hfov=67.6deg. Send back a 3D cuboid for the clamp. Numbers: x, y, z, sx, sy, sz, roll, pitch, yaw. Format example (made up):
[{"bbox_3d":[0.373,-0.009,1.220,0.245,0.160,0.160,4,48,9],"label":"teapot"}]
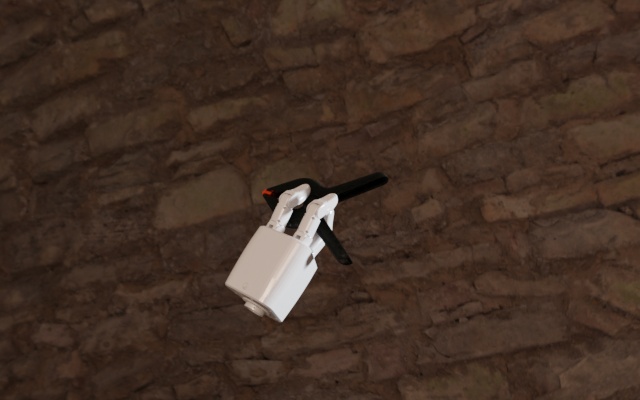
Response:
[{"bbox_3d":[0.000,0.003,0.781,0.210,0.164,0.036,19,-25,33],"label":"clamp"}]
